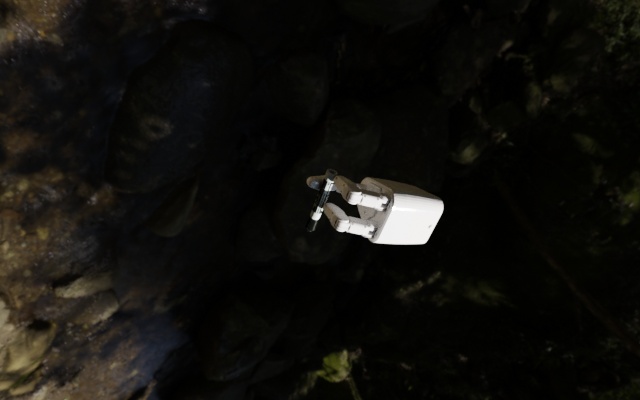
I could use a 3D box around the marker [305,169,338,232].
[{"bbox_3d":[0.000,0.003,0.802,0.020,0.121,0.020,16,29,-9],"label":"marker"}]
